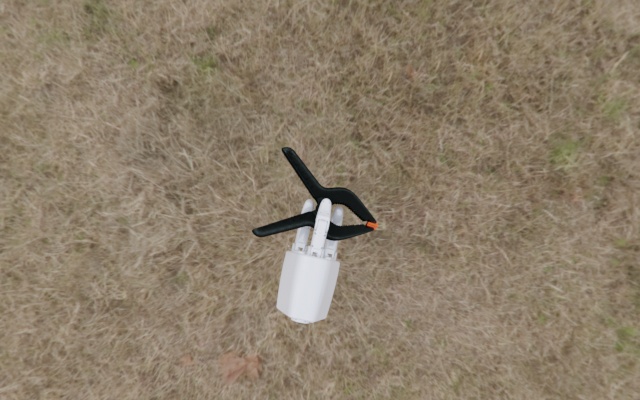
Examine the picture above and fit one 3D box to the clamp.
[{"bbox_3d":[0.001,0.003,0.831,0.210,0.164,0.036,13,-7,-3],"label":"clamp"}]
